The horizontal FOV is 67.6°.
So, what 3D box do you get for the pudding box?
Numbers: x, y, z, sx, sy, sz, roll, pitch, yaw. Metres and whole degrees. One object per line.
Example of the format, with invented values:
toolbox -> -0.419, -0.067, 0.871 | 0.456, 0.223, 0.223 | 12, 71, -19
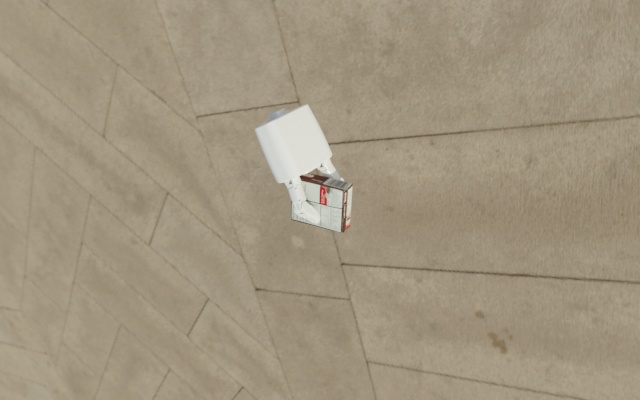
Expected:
pudding box -> 0.000, 0.003, 0.881 | 0.113, 0.090, 0.039 | 15, 30, 25
